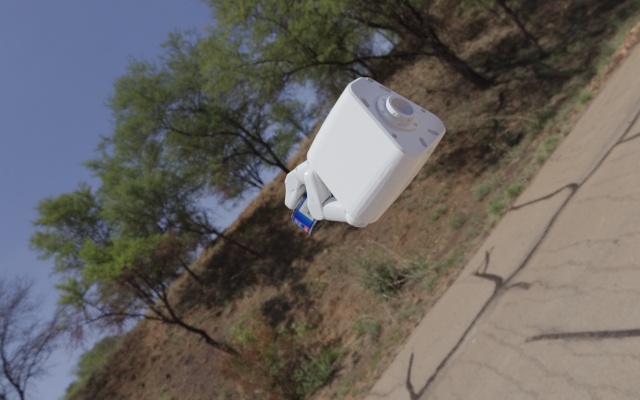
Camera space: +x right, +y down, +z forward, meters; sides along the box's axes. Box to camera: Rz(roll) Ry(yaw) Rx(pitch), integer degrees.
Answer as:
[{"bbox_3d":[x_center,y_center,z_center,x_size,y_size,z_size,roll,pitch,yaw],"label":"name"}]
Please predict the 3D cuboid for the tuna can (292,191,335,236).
[{"bbox_3d":[0.000,0.002,0.625,0.034,0.086,0.086,36,6,8],"label":"tuna can"}]
